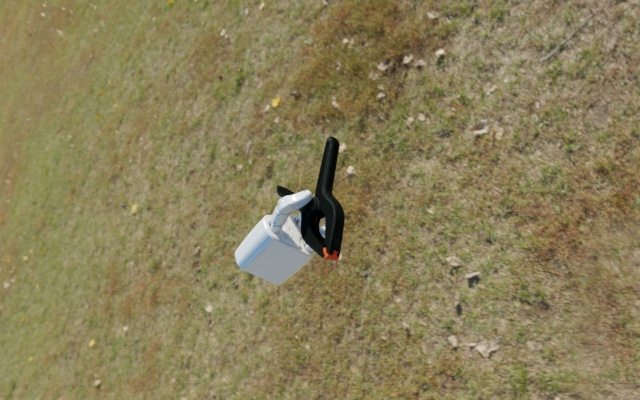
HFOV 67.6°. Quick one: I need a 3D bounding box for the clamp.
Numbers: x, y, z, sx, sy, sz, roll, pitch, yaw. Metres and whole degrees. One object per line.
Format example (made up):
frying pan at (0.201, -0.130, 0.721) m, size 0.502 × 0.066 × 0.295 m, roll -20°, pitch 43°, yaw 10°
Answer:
clamp at (0.000, 0.003, 0.816) m, size 0.036 × 0.209 × 0.165 m, roll 16°, pitch -51°, yaw -39°
